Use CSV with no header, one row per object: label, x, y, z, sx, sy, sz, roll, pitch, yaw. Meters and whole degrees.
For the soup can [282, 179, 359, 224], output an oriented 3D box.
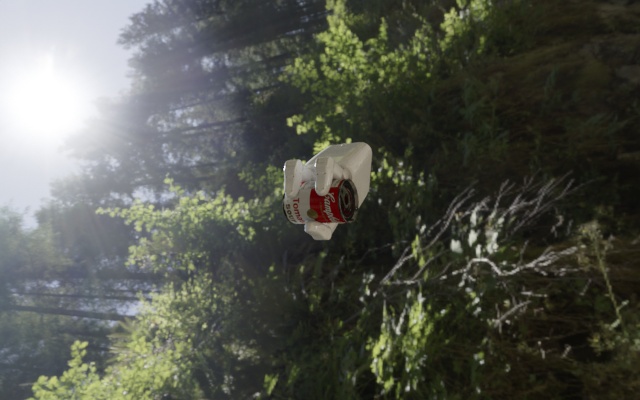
soup can,0.000,0.003,0.751,0.102,0.068,0.068,-3,-1,28
